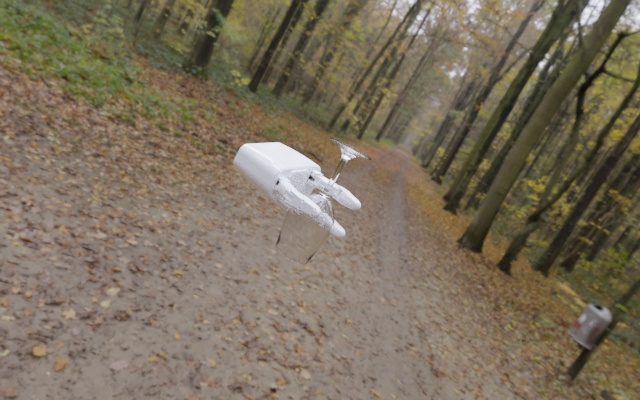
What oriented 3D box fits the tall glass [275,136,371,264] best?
[{"bbox_3d":[0.001,0.002,0.767,0.079,0.201,0.079,28,11,-6],"label":"tall glass"}]
